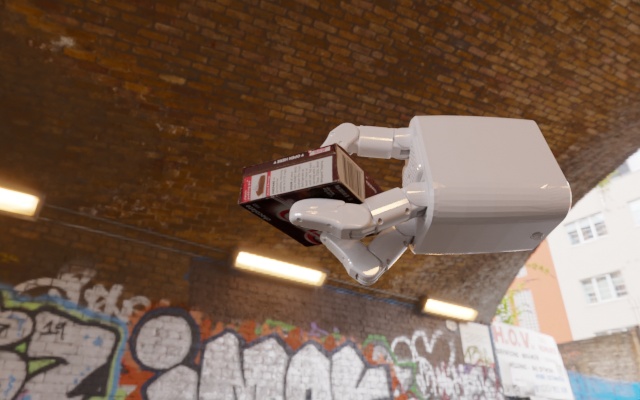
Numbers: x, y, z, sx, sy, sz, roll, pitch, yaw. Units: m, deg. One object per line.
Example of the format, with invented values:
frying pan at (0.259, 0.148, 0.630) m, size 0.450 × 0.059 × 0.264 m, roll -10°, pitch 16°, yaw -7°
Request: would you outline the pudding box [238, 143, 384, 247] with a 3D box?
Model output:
pudding box at (0.000, 0.001, 0.405) m, size 0.090 × 0.039 × 0.113 m, roll -13°, pitch -31°, yaw 25°
